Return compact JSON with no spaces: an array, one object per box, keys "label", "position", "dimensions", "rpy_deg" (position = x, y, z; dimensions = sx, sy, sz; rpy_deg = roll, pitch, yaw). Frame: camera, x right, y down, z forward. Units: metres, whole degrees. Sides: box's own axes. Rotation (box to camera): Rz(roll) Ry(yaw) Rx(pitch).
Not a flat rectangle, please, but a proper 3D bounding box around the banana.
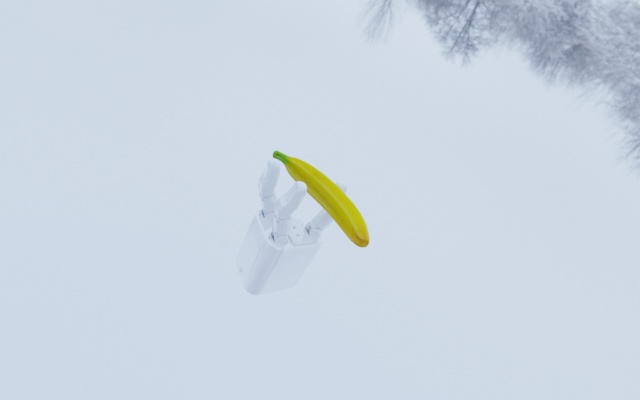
[{"label":"banana","position":[0.009,-0.002,0.685],"dimensions":[0.197,0.037,0.069],"rpy_deg":[43,28,24]}]
